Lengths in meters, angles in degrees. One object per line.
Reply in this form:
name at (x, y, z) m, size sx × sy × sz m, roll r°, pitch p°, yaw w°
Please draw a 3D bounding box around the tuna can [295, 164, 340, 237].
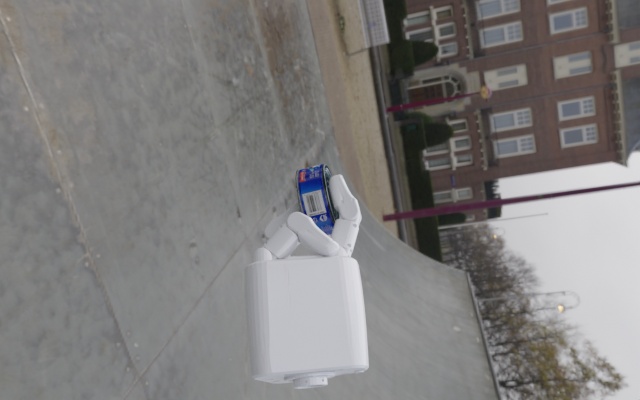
tuna can at (0.001, 0.002, 0.551) m, size 0.034 × 0.086 × 0.086 m, roll -14°, pitch -2°, yaw 10°
